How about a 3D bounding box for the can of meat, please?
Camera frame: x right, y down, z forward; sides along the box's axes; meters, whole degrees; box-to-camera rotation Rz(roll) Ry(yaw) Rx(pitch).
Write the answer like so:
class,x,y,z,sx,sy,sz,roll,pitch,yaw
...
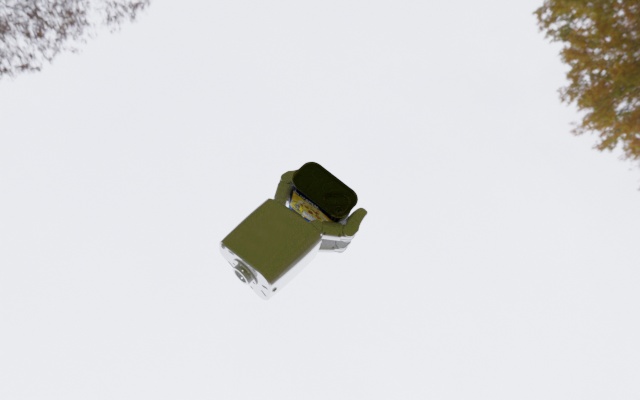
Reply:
class,x,y,z,sx,sy,sz,roll,pitch,yaw
can of meat,0.000,0.002,0.741,0.102,0.057,0.084,38,-29,11
